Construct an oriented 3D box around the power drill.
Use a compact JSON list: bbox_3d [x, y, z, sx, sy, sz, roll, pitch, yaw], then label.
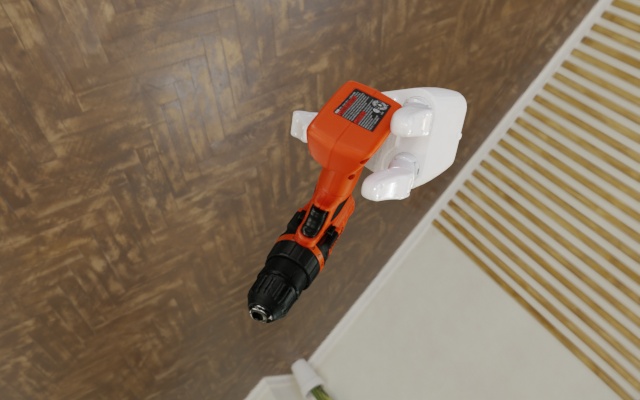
[{"bbox_3d":[0.000,0.001,0.429,0.057,0.188,0.184,28,44,5],"label":"power drill"}]
